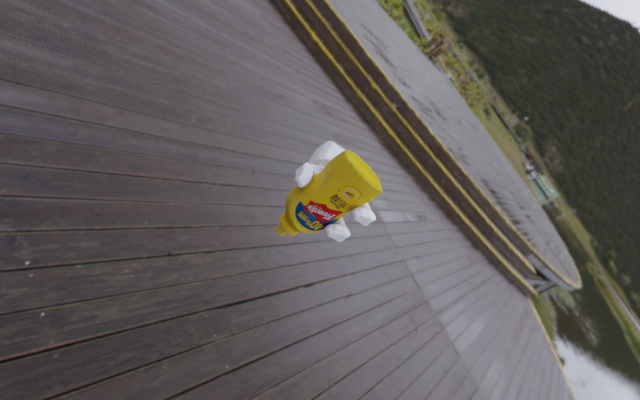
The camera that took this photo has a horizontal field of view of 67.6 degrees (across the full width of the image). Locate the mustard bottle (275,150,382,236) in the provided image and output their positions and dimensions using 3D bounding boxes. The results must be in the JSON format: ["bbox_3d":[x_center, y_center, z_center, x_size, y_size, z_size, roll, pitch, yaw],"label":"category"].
[{"bbox_3d":[0.000,0.003,0.791,0.192,0.058,0.096,-35,-50,22],"label":"mustard bottle"}]
